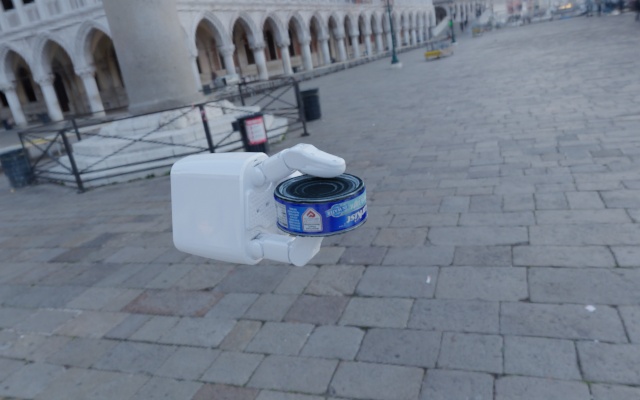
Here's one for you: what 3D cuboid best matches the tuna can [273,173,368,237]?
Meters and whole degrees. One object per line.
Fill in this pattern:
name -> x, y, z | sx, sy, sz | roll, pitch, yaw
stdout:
tuna can -> 0.000, 0.001, 0.440 | 0.086, 0.034, 0.086 | -4, 20, 2
